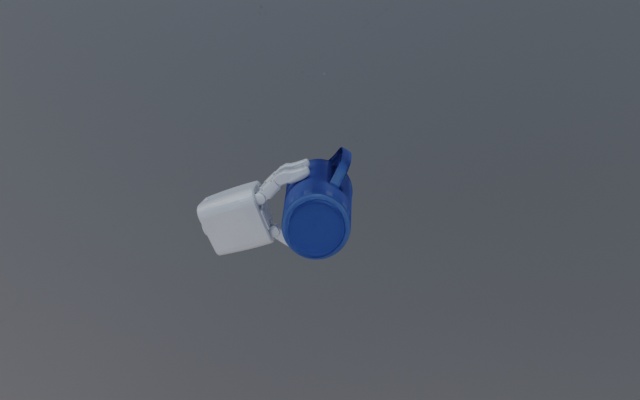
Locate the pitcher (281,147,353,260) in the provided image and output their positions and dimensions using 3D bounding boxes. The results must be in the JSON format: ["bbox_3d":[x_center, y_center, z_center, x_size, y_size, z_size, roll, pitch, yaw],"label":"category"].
[{"bbox_3d":[0.000,0.003,0.840,0.145,0.149,0.242,-13,14,4],"label":"pitcher"}]
